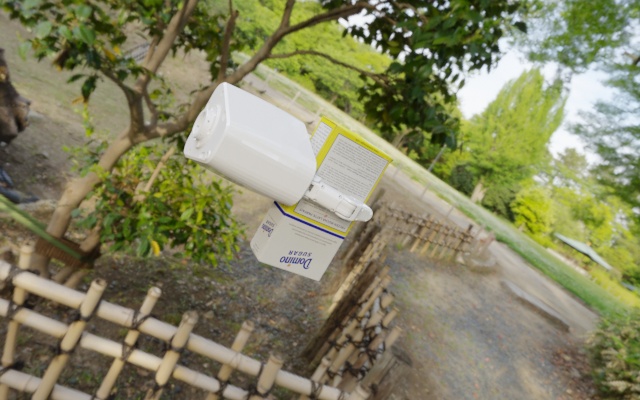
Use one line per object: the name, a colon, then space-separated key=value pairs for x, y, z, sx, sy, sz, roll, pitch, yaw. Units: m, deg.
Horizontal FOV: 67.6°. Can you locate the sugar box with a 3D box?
sugar box: x=0.000 y=0.001 z=0.558 sx=0.093 sy=0.176 sz=0.048 roll=25 pitch=13 yaw=-33
